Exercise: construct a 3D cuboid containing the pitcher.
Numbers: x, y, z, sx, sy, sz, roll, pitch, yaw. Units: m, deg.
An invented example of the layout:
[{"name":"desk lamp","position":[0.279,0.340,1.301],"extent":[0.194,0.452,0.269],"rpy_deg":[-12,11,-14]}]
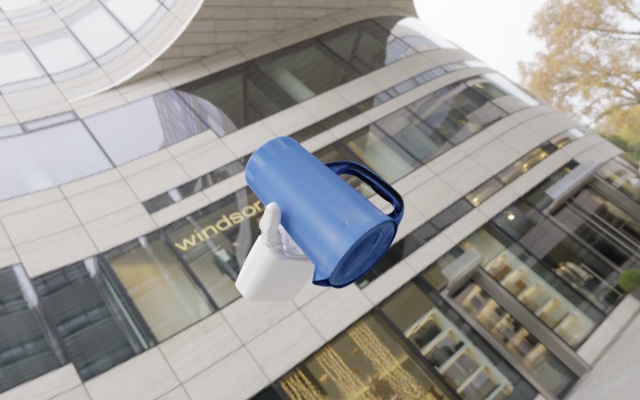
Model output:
[{"name":"pitcher","position":[0.000,0.003,0.741],"extent":[0.242,0.145,0.149],"rpy_deg":[45,30,27]}]
